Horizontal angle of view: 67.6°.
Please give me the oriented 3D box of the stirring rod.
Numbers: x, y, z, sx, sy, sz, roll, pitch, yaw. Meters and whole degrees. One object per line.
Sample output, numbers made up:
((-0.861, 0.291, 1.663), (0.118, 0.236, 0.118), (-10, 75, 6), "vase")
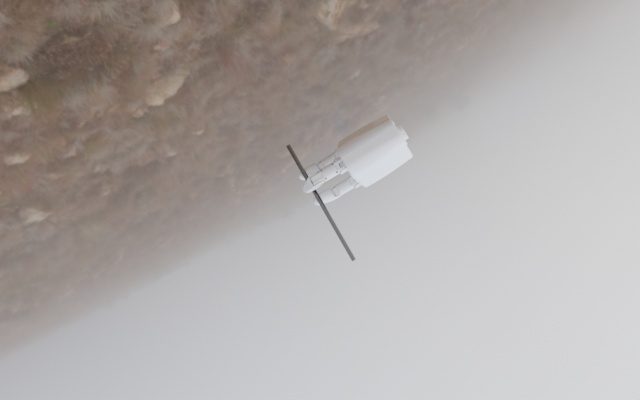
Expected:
((0.000, 0.003, 0.863), (0.011, 0.239, 0.011), (-30, -6, -3), "stirring rod")
